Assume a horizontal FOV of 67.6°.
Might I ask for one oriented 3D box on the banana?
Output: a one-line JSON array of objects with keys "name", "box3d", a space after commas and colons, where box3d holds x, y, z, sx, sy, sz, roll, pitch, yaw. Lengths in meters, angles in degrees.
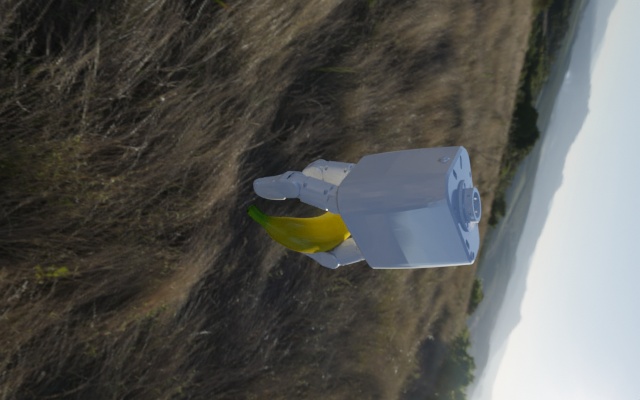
[{"name": "banana", "box3d": [0.005, 0.019, 0.533, 0.037, 0.069, 0.198, -27, -8, 34]}]
